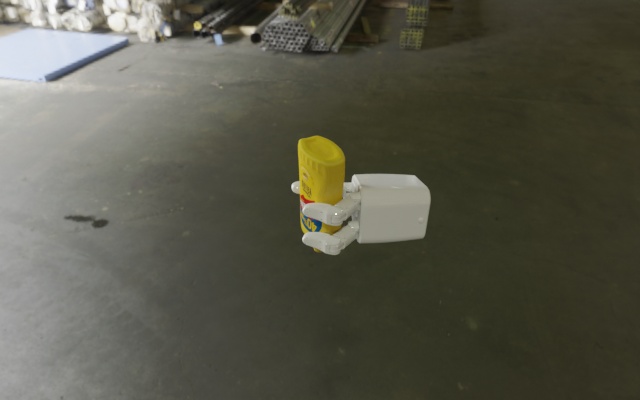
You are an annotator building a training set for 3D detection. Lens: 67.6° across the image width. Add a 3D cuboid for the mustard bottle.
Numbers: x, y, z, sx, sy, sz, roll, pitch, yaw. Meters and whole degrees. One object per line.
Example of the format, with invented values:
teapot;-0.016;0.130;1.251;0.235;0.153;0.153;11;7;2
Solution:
mustard bottle;0.000;0.002;0.750;0.058;0.192;0.096;-16;37;-23
